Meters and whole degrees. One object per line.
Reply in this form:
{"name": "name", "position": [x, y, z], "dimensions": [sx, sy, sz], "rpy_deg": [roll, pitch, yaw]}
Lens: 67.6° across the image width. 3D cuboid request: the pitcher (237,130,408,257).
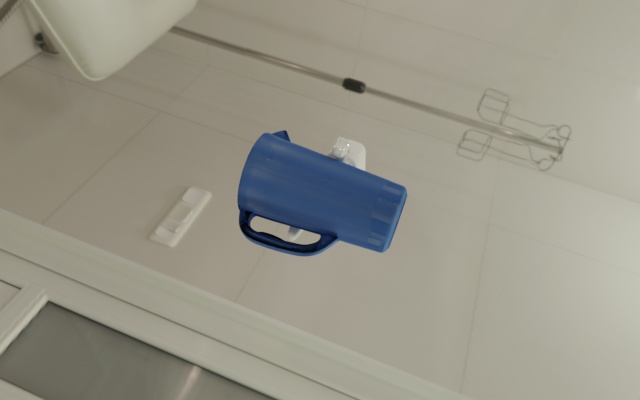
{"name": "pitcher", "position": [0.000, 0.002, 0.737], "dimensions": [0.243, 0.149, 0.145], "rpy_deg": [19, 25, 8]}
